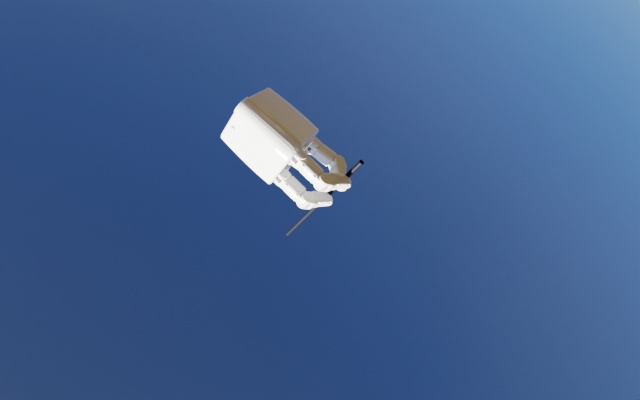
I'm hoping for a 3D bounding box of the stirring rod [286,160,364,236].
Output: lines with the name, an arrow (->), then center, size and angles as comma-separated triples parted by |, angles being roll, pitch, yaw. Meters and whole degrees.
stirring rod -> 0.000, 0.002, 0.778 | 0.011, 0.011, 0.240 | 0, -29, -34
